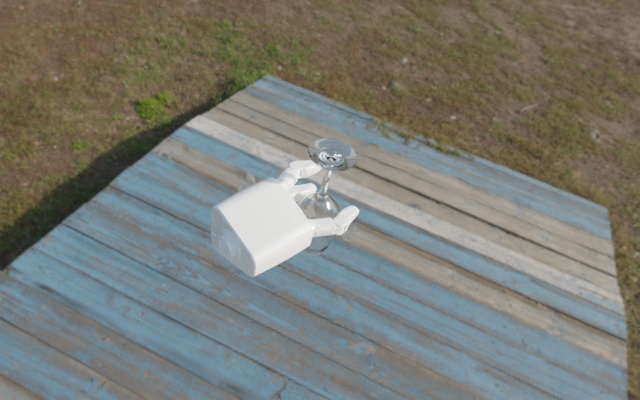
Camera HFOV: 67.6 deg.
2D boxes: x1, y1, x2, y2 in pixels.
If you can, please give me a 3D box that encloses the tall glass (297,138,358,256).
[{"bbox_3d":[0.000,0.002,0.757,0.079,0.079,0.201,7,-46,-7],"label":"tall glass"}]
